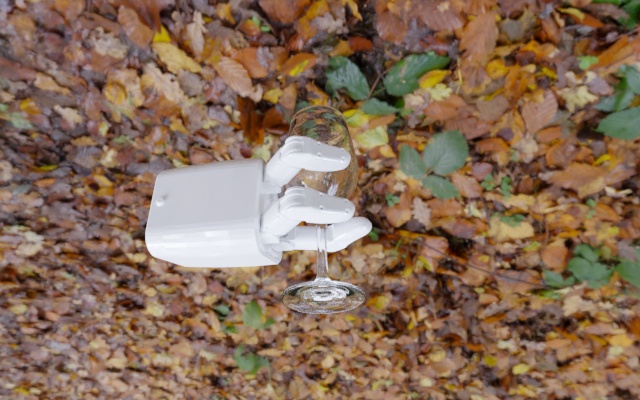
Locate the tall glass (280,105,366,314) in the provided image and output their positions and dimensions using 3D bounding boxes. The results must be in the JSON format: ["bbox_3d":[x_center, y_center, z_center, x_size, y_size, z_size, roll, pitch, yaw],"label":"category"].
[{"bbox_3d":[0.000,0.002,0.466,0.079,0.201,0.079,-1,-32,0],"label":"tall glass"}]
